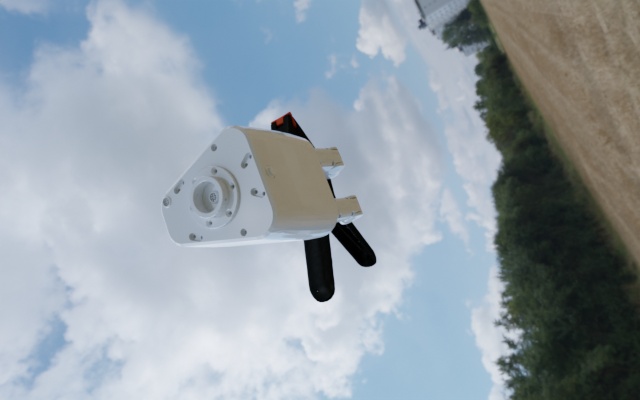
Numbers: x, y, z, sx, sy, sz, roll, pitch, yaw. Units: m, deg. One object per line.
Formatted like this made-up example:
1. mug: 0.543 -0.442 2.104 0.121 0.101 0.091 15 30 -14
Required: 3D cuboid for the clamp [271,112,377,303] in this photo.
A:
1. clamp: -0.001 0.002 0.544 0.036 0.210 0.164 -25 -11 22
